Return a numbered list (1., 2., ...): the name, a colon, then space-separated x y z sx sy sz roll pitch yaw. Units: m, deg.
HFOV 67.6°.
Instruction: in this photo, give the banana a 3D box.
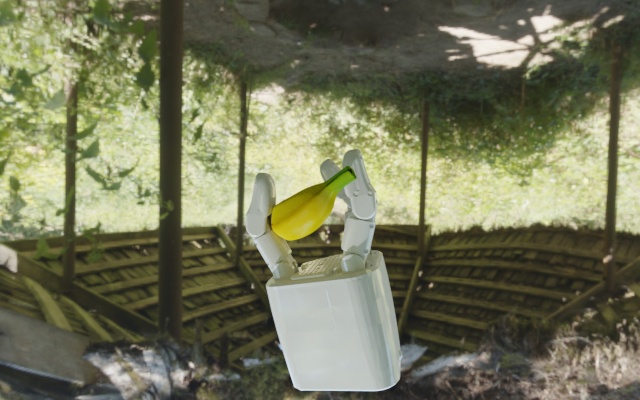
1. banana: -0.015 0.010 0.446 0.069 0.037 0.198 -28 2 -11
